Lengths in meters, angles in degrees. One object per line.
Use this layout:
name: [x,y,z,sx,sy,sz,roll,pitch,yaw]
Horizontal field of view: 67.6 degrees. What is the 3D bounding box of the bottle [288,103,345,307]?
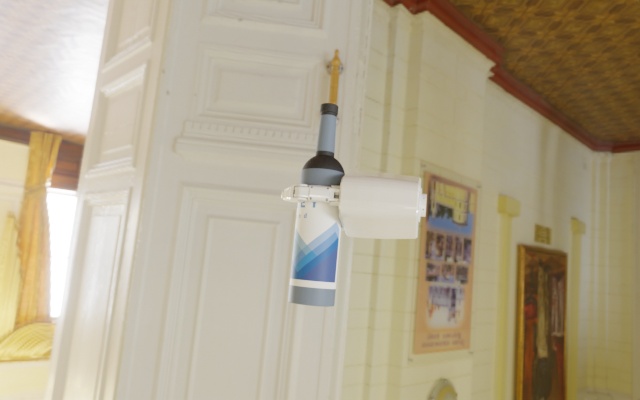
bottle: [0.000,0.003,0.700,0.069,0.295,0.069,5,-8,1]
